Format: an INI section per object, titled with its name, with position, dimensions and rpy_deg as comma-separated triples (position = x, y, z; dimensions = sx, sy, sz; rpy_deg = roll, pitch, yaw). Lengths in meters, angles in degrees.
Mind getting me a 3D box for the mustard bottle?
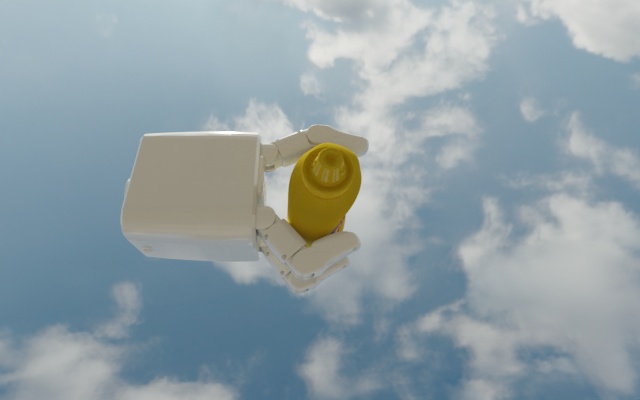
[mustard bottle]
position = 0.000, 0.002, 0.439
dimensions = 0.058, 0.096, 0.192
rpy_deg = 24, -20, 5
